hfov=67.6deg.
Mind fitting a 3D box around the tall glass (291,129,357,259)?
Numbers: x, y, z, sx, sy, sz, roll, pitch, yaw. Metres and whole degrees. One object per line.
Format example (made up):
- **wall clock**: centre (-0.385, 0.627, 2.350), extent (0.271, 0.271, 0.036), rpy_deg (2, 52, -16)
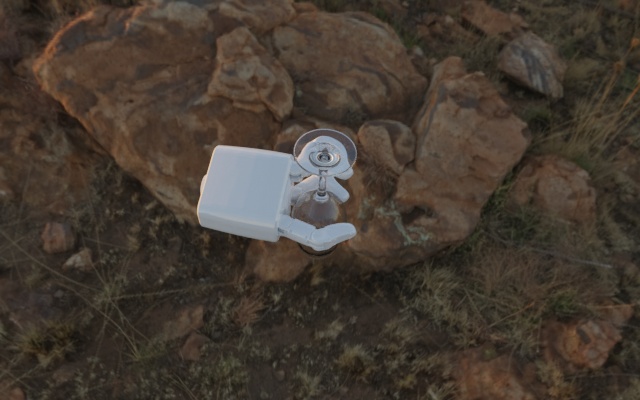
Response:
- **tall glass**: centre (0.000, 0.002, 0.634), extent (0.079, 0.079, 0.201), rpy_deg (0, -36, -3)
